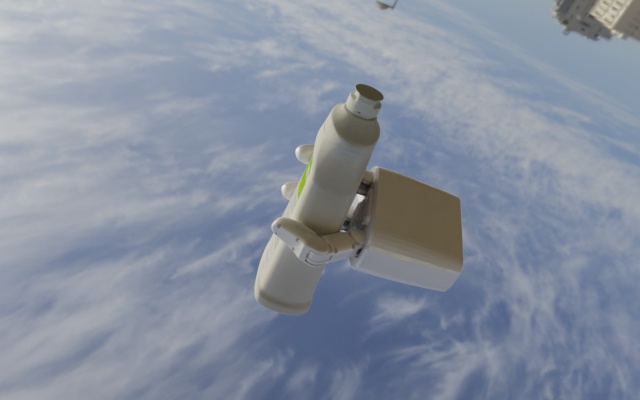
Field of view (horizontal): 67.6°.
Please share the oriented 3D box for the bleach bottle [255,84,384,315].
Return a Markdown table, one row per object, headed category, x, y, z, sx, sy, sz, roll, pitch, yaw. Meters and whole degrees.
| category | x | y | z | sx | sy | sz | roll | pitch | yaw |
| --- | --- | --- | --- | --- | --- | --- | --- | --- | --- |
| bleach bottle | 0.000 | 0.002 | 0.490 | 0.068 | 0.251 | 0.102 | 17 | 36 | -10 |
